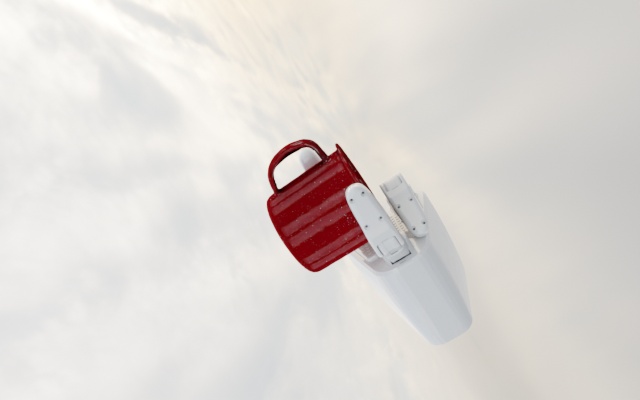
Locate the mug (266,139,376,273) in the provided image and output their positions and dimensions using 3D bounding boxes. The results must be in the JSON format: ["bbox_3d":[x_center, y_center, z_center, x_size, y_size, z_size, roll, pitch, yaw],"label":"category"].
[{"bbox_3d":[-0.001,0.000,0.417,0.081,0.117,0.093,-33,24,8],"label":"mug"}]
